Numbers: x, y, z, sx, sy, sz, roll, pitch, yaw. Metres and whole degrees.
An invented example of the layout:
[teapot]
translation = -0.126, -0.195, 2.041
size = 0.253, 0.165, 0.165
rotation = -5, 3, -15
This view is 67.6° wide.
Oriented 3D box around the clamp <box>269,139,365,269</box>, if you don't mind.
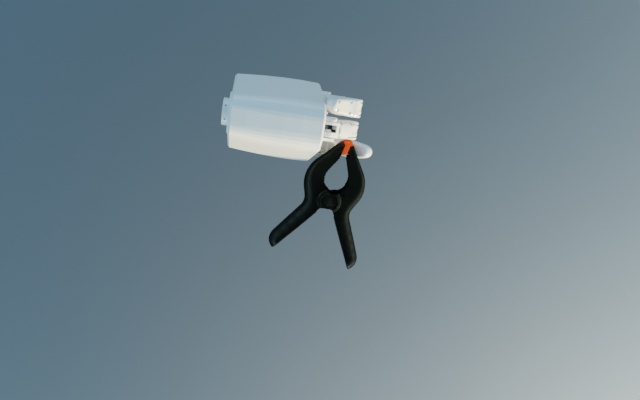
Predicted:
[clamp]
translation = 0.000, 0.002, 0.623
size = 0.120, 0.171, 0.039
rotation = 7, 11, -9
